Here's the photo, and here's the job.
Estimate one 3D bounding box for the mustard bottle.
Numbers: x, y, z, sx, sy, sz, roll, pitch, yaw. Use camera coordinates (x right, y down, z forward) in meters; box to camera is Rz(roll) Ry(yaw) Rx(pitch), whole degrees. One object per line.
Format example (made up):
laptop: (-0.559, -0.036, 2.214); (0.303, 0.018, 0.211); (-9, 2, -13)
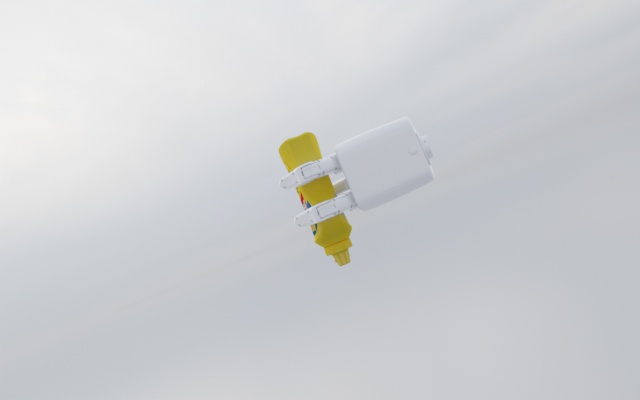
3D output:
mustard bottle: (0.000, 0.002, 0.686); (0.058, 0.191, 0.096); (-22, -3, -8)
